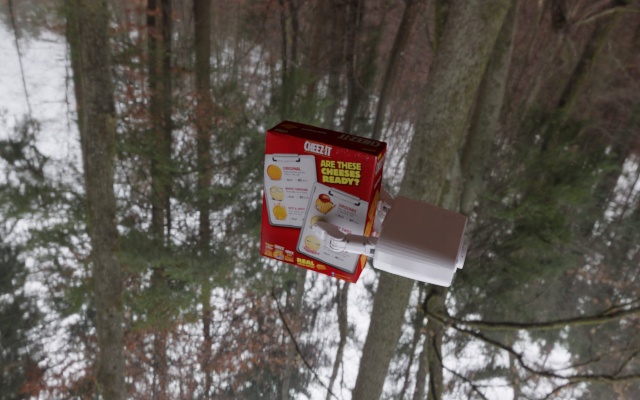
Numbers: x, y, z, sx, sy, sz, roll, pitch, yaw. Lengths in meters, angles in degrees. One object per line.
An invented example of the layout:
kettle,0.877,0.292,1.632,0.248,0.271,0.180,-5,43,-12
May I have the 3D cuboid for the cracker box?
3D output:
cracker box,0.000,0.003,0.717,0.164,0.214,0.072,15,29,15
